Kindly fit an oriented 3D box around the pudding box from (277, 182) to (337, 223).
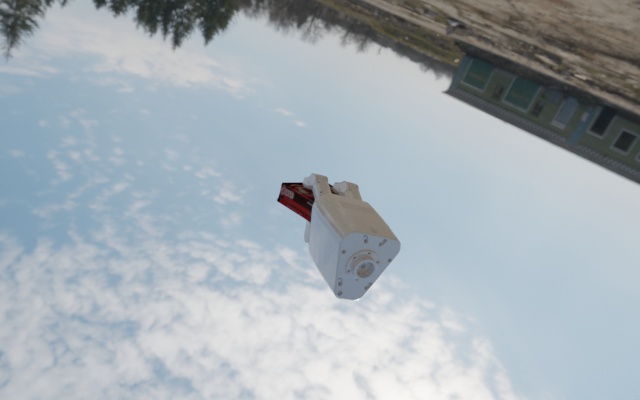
[{"bbox_3d":[0.000,0.003,0.772,0.090,0.039,0.113,32,20,34],"label":"pudding box"}]
